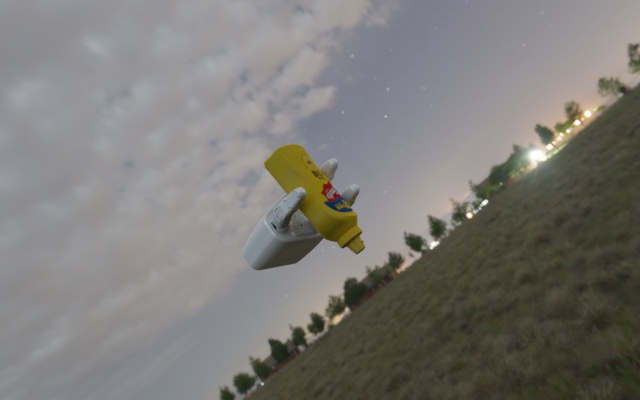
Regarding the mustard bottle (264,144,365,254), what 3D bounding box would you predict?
[{"bbox_3d":[0.000,0.002,0.721,0.058,0.191,0.096,-43,-13,18],"label":"mustard bottle"}]
